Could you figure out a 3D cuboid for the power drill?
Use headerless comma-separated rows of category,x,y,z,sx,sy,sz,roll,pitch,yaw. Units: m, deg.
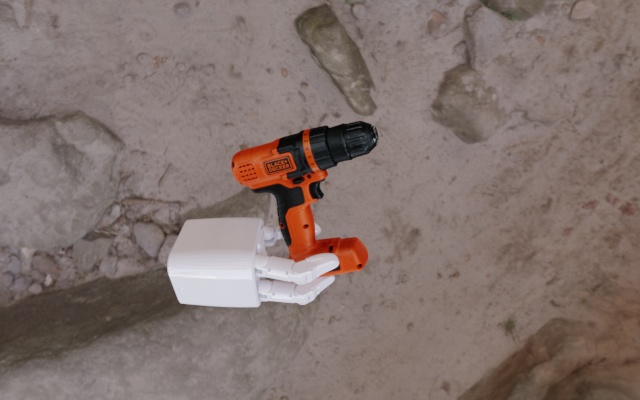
power drill,0.000,0.002,0.598,0.184,0.188,0.057,-12,21,18
